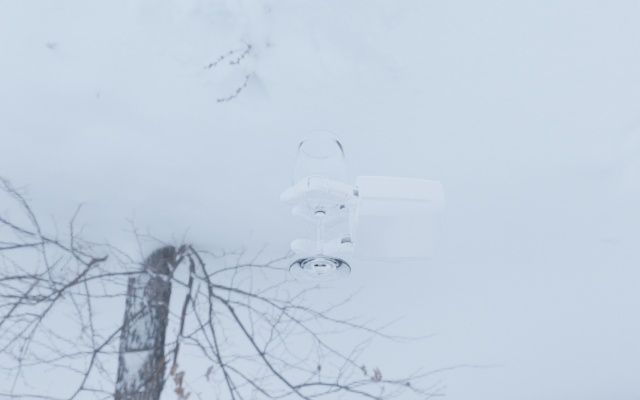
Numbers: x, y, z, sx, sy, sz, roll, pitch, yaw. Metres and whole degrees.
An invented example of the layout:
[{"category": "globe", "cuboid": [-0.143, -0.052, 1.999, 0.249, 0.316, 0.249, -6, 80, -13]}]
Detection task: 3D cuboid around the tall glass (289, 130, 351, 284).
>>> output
[{"category": "tall glass", "cuboid": [0.000, 0.003, 0.625, 0.079, 0.201, 0.079, 0, -34, 0]}]
